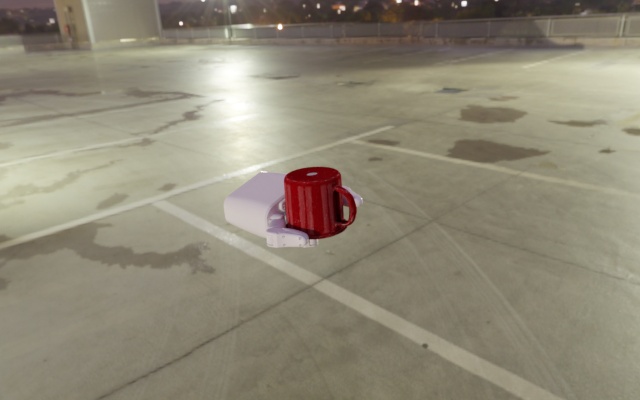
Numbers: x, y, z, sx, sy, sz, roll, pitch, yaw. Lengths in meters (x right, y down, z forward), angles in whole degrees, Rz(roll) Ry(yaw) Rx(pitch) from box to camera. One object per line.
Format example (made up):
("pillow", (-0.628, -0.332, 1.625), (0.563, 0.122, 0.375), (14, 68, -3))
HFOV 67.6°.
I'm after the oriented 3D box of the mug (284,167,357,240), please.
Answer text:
("mug", (0.001, 0.002, 0.674), (0.117, 0.081, 0.093), (13, 26, 39))
